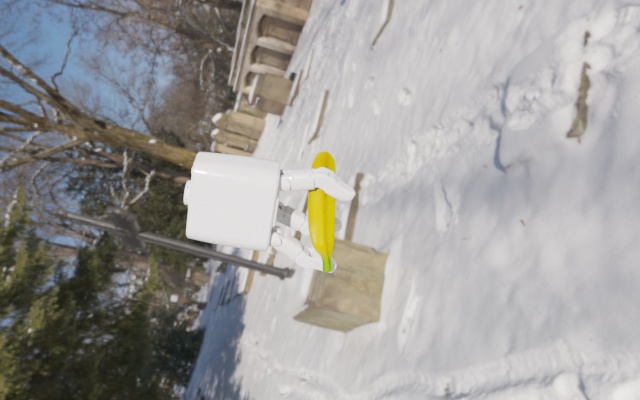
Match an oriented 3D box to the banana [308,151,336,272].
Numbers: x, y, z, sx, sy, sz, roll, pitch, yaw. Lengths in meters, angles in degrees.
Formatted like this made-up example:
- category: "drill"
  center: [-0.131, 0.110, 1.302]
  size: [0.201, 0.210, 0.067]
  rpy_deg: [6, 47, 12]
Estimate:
- category: "banana"
  center: [0.001, -0.005, 0.653]
  size: [0.037, 0.197, 0.070]
  rpy_deg: [3, -34, -2]
